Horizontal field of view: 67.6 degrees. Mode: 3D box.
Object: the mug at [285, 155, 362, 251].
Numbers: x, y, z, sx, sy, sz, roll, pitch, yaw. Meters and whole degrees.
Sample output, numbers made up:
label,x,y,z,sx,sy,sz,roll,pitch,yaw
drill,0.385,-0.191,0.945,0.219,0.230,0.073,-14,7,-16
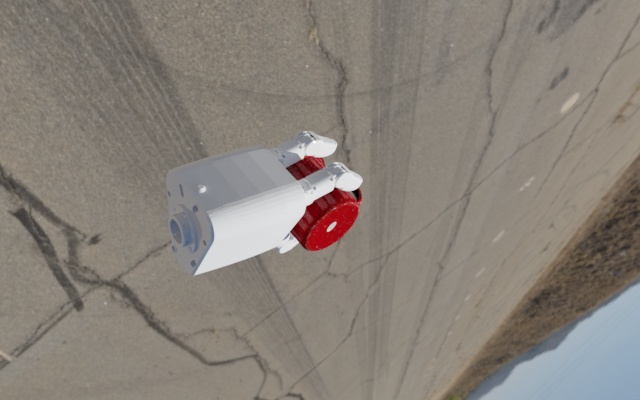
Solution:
label,x,y,z,sx,sy,sz,roll,pitch,yaw
mug,0.001,0.002,0.570,0.117,0.093,0.081,-19,55,-36
